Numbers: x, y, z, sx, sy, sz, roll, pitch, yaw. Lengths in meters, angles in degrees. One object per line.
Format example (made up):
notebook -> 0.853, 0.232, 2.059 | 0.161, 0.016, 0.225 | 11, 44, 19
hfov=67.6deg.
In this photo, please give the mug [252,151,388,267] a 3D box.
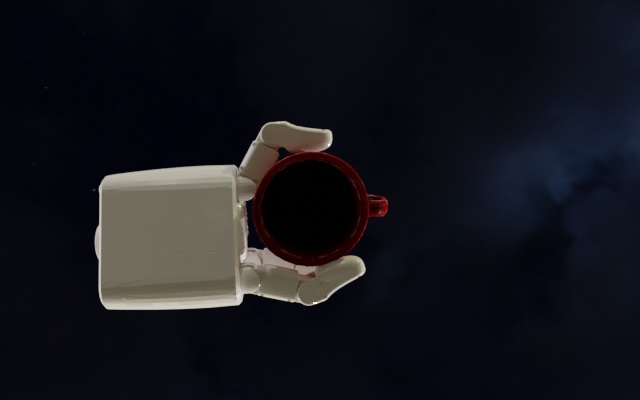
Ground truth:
mug -> 0.001, 0.001, 0.420 | 0.117, 0.093, 0.081 | -1, 9, -7
